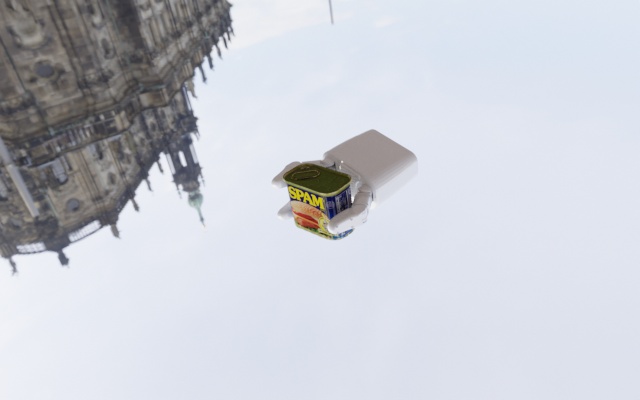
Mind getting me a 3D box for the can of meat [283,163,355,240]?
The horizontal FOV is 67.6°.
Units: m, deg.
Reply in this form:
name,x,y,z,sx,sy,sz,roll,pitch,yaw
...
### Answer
name,x,y,z,sx,sy,sz,roll,pitch,yaw
can of meat,0.000,0.003,0.688,0.102,0.084,0.057,20,42,39
